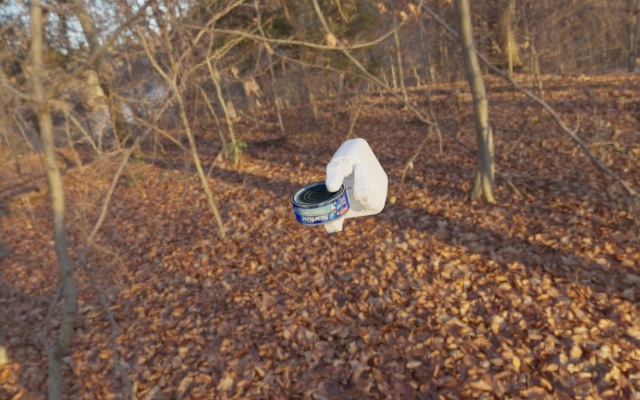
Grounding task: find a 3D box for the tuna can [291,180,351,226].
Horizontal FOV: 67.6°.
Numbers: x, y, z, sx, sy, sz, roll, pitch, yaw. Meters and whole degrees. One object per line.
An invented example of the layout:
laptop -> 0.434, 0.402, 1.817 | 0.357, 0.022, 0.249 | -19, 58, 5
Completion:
tuna can -> 0.000, 0.002, 0.715 | 0.086, 0.034, 0.086 | -12, 25, 6
